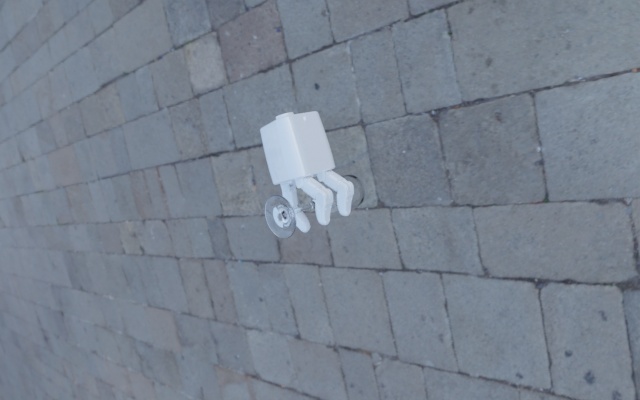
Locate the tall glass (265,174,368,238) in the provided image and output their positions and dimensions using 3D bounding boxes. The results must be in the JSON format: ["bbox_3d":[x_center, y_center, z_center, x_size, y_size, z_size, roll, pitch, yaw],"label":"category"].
[{"bbox_3d":[0.000,0.003,0.853,0.079,0.079,0.201,0,14,44],"label":"tall glass"}]
